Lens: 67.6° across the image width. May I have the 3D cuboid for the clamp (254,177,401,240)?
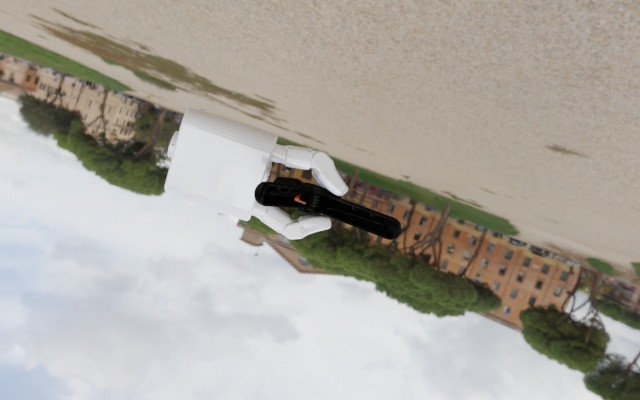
[{"bbox_3d":[0.000,0.003,0.587,0.164,0.036,0.210,17,4,-9],"label":"clamp"}]
